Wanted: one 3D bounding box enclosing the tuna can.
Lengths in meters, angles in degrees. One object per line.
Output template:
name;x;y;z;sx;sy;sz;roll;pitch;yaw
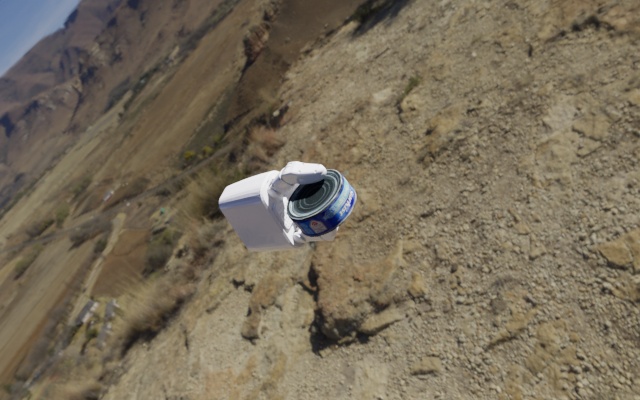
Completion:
tuna can;0.000;0.002;0.597;0.086;0.086;0.034;0;-41;46
